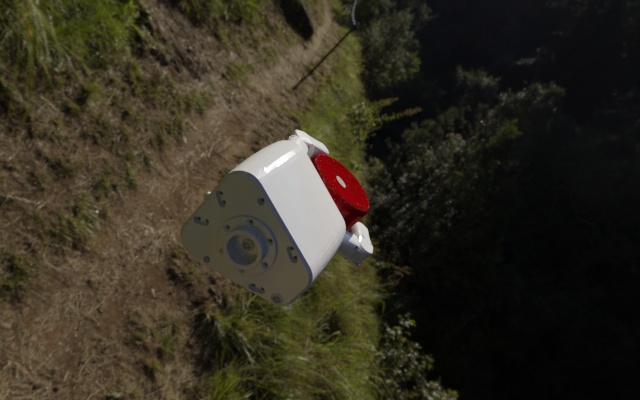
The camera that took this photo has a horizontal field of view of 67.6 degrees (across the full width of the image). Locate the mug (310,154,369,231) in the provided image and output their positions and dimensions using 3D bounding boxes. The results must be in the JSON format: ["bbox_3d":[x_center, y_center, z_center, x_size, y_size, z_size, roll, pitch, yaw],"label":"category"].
[{"bbox_3d":[0.001,0.001,0.521,0.081,0.093,0.117,-43,4,24],"label":"mug"}]
